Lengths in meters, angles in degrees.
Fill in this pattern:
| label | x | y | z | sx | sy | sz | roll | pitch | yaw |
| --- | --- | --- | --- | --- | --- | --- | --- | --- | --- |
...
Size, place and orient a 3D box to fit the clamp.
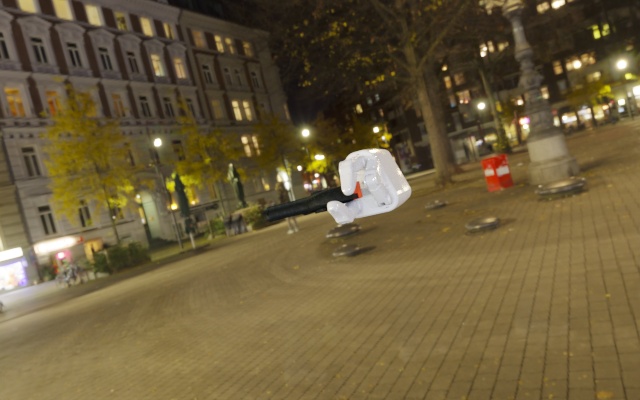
| label | x | y | z | sx | sy | sz | roll | pitch | yaw |
| --- | --- | --- | --- | --- | --- | --- | --- | --- | --- |
| clamp | 0.000 | 0.002 | 0.813 | 0.171 | 0.039 | 0.120 | -14 | 2 | 26 |
